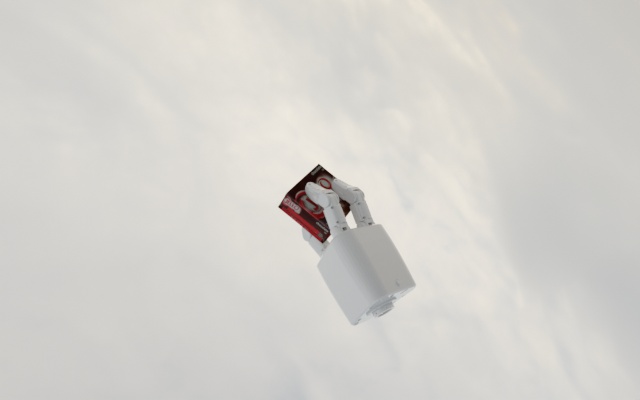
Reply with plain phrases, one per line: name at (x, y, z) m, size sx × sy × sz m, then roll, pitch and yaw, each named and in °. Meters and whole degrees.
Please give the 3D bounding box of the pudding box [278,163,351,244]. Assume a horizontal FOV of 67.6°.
pudding box at (0.000, 0.003, 0.741) m, size 0.039 × 0.090 × 0.113 m, roll -52°, pitch -3°, yaw 37°
